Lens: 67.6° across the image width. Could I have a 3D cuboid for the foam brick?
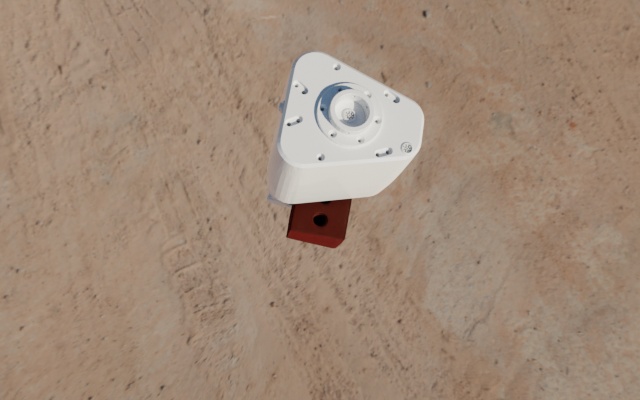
[{"bbox_3d":[0.000,0.002,0.464,0.053,0.078,0.051,11,-13,-6],"label":"foam brick"}]
